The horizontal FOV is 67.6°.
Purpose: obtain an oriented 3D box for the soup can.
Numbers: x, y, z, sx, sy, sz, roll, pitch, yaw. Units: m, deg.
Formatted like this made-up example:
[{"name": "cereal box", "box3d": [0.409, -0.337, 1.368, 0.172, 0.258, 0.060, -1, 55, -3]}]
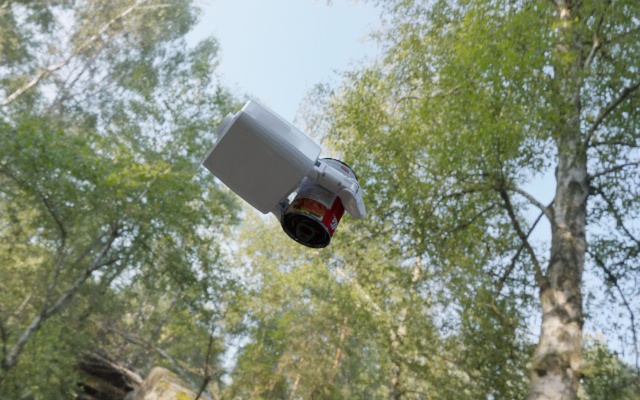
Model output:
[{"name": "soup can", "box3d": [0.001, 0.002, 0.618, 0.068, 0.102, 0.069, 18, -37, 14]}]
